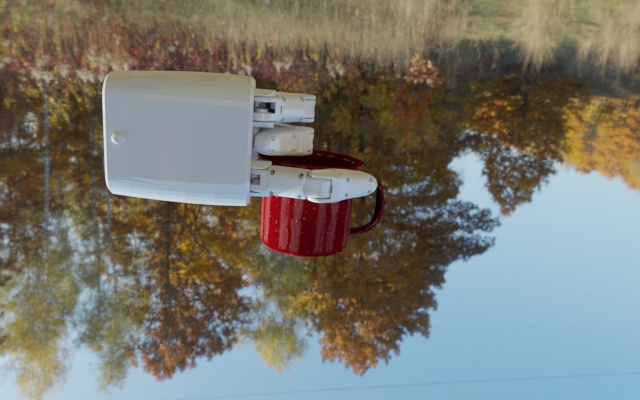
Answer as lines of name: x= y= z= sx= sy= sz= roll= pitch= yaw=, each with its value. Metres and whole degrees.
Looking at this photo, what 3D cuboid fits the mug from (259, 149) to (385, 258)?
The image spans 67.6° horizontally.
mug: x=0.001 y=0.002 z=0.434 sx=0.117 sy=0.081 sz=0.093 roll=5 pitch=14 yaw=-5
